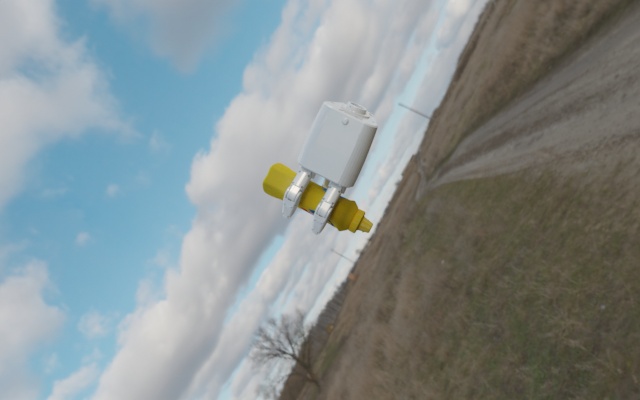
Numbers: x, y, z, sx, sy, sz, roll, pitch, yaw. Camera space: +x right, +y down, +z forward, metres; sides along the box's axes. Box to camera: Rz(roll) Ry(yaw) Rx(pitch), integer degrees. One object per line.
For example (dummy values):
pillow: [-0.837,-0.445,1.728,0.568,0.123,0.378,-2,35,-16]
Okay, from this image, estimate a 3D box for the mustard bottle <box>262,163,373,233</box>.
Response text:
mustard bottle: [0.000,0.003,0.805,0.191,0.058,0.096,27,-4,8]
